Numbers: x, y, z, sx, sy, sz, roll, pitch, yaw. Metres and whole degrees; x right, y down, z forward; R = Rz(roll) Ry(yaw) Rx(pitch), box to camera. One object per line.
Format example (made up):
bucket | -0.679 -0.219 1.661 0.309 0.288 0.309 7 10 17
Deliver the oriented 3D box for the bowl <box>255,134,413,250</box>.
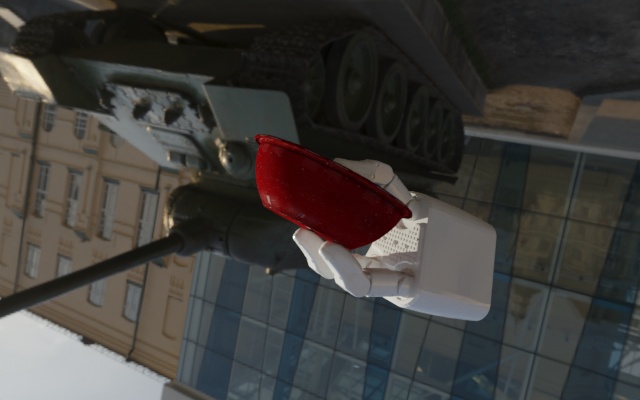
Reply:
bowl | -0.001 0.001 0.440 0.162 0.055 0.162 27 -5 2
